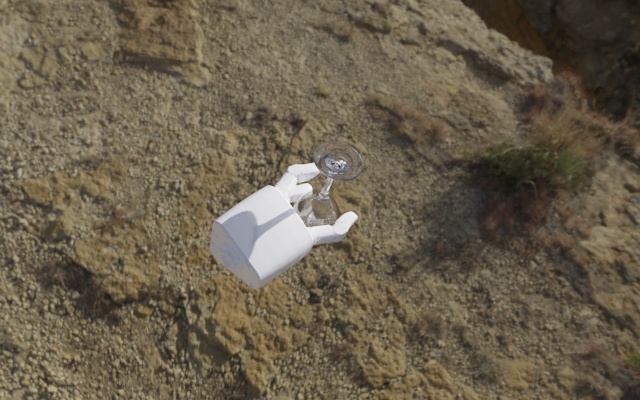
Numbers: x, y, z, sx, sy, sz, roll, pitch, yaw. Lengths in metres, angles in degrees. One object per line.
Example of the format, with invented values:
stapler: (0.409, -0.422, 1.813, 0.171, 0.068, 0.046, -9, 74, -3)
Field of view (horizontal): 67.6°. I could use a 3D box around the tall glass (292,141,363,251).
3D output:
tall glass: (0.000, 0.002, 0.750, 0.079, 0.079, 0.201, 0, -37, -18)
